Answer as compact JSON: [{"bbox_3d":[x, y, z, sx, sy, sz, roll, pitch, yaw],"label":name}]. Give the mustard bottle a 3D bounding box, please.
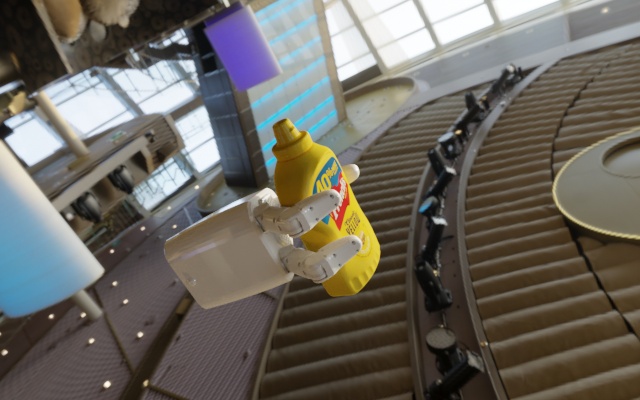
[{"bbox_3d":[0.000,0.002,0.504,0.058,0.192,0.096,-11,29,33],"label":"mustard bottle"}]
